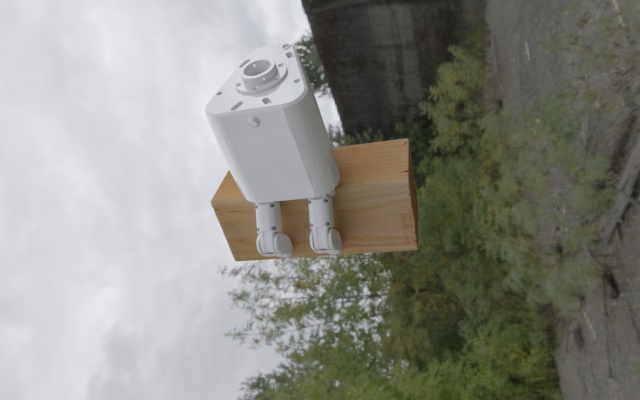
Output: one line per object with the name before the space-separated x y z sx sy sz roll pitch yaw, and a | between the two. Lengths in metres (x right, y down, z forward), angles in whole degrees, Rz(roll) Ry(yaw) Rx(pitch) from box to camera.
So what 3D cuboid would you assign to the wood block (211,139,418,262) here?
wood block | 0.000 0.001 0.531 0.206 0.090 0.090 -5 35 15
